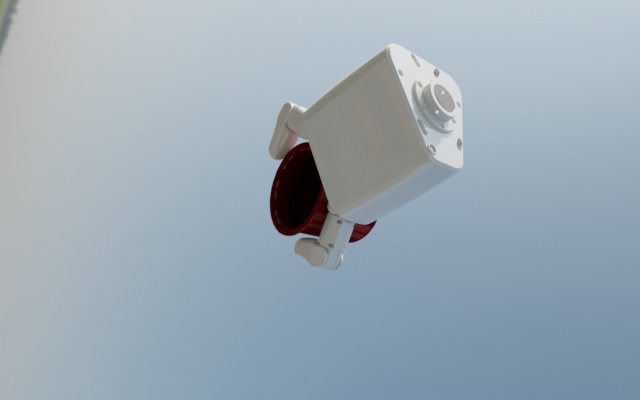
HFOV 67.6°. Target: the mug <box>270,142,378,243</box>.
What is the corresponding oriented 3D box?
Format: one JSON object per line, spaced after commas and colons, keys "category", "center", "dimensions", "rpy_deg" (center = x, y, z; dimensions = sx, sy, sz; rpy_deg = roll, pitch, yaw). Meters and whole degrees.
{"category": "mug", "center": [-0.001, 0.002, 0.490], "dimensions": [0.081, 0.093, 0.117], "rpy_deg": [15, -32, -35]}
